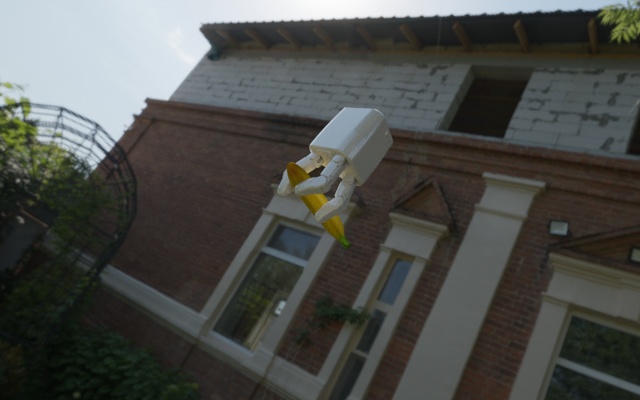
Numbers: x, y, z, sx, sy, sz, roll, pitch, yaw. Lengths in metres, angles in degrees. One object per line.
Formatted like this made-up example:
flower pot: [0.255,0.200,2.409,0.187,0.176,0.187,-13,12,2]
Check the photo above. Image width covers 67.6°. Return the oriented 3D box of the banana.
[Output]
banana: [-0.006,0.001,0.857,0.037,0.198,0.069,-42,26,-11]
